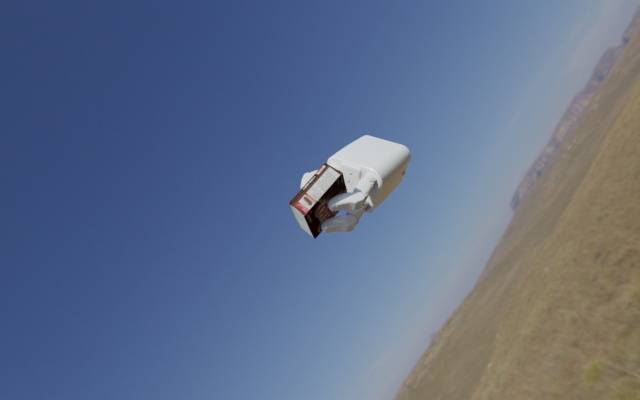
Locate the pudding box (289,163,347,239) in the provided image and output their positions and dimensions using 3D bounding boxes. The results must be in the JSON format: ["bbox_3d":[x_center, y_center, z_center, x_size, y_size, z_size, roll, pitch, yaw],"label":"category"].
[{"bbox_3d":[0.000,0.002,0.758,0.039,0.090,0.113,36,-13,22],"label":"pudding box"}]
